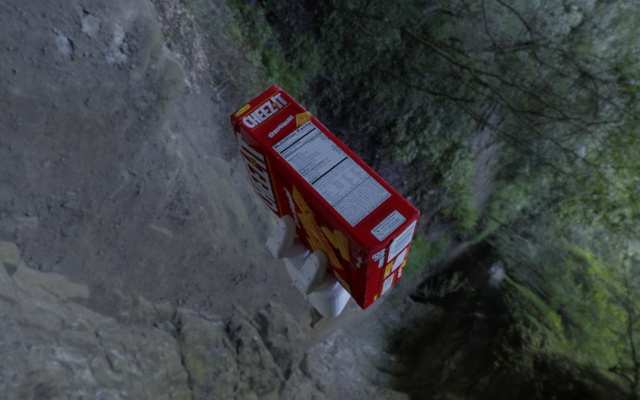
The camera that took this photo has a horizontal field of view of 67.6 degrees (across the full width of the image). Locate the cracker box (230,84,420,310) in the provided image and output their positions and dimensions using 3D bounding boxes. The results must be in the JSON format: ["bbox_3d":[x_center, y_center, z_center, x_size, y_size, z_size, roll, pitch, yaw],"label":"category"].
[{"bbox_3d":[0.000,0.002,0.526,0.072,0.213,0.164,-38,-24,-17],"label":"cracker box"}]
